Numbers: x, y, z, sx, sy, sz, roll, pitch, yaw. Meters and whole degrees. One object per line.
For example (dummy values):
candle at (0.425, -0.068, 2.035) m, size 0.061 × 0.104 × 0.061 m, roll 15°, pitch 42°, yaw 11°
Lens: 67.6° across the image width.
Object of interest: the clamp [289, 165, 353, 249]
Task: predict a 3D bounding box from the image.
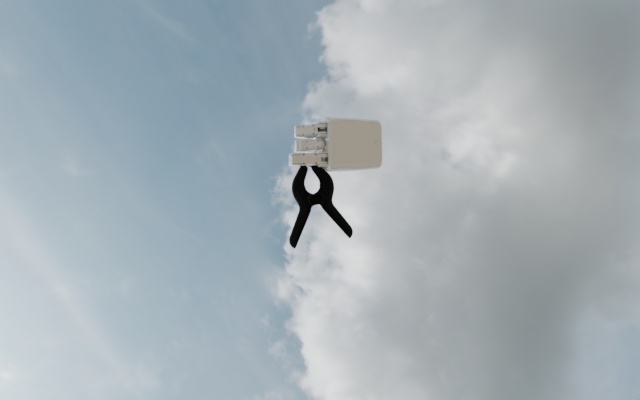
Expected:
clamp at (0.000, 0.003, 0.897) m, size 0.120 × 0.171 × 0.039 m, roll -1°, pitch 4°, yaw -14°
